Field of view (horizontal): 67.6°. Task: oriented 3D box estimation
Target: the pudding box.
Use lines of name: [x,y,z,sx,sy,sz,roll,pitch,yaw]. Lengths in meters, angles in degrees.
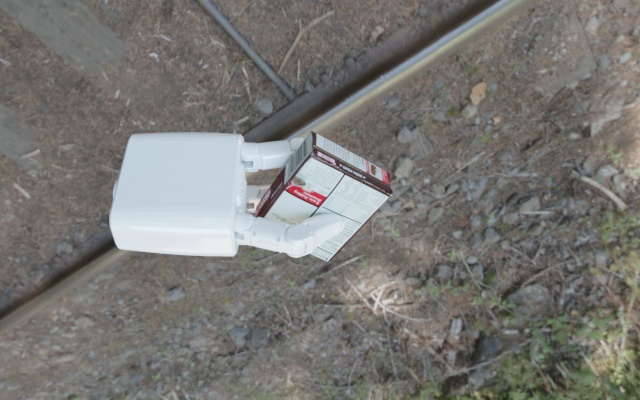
pudding box: [0.000,0.002,0.457,0.090,0.039,0.113,25,-52,-20]
